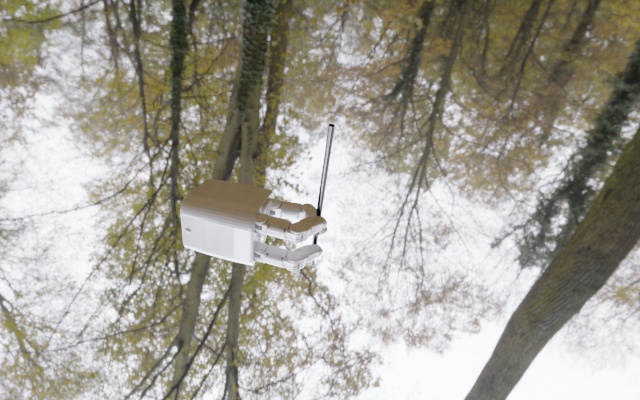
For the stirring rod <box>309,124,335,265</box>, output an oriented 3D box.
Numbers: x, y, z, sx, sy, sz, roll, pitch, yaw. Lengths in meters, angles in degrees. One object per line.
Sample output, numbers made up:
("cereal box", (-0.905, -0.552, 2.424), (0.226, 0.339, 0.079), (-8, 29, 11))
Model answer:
("stirring rod", (0.000, 0.002, 0.657), (0.011, 0.240, 0.011), (5, 38, -4))
